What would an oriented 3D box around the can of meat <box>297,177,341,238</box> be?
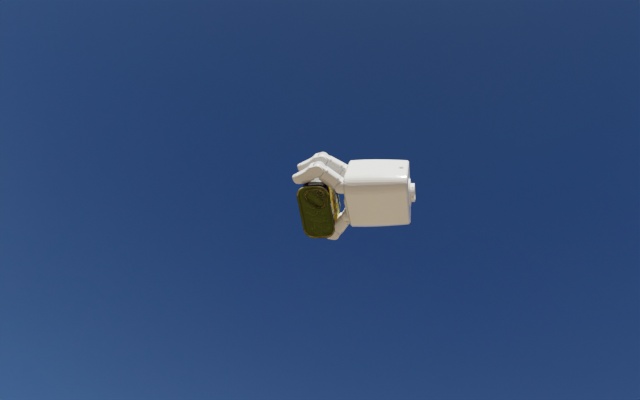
[{"bbox_3d":[0.000,0.003,0.855,0.057,0.102,0.084,-3,27,15],"label":"can of meat"}]
